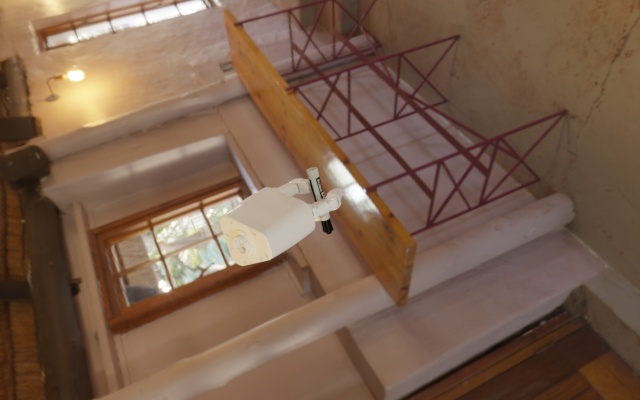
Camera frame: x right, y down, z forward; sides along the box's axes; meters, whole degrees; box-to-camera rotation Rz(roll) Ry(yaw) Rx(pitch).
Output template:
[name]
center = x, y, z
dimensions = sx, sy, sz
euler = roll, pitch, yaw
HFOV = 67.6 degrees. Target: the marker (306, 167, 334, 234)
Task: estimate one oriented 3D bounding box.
[marker]
center = 0.000, 0.003, 0.814
dimensions = 0.020, 0.121, 0.020
euler = -13, 20, 5
